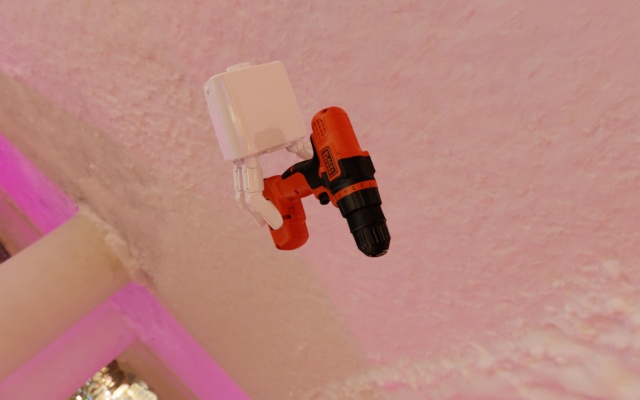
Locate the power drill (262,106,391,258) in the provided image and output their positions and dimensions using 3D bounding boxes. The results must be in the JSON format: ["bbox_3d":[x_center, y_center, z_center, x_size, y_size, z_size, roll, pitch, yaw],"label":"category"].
[{"bbox_3d":[0.000,0.002,0.604,0.057,0.184,0.188,-7,-17,-39],"label":"power drill"}]
